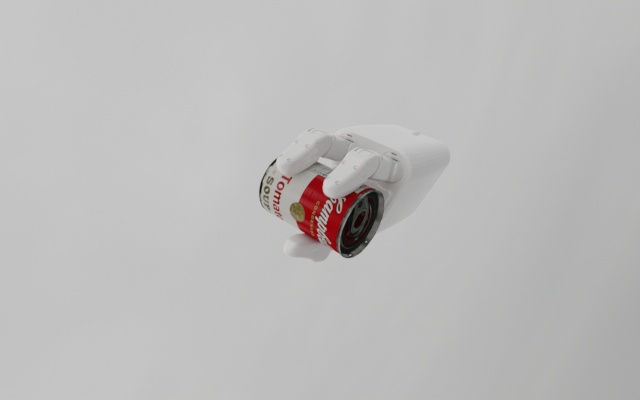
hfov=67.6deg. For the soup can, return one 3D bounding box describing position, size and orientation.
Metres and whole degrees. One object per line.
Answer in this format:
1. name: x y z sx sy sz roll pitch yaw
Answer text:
1. soup can: 0.000 0.002 0.453 0.102 0.068 0.068 28 15 31
